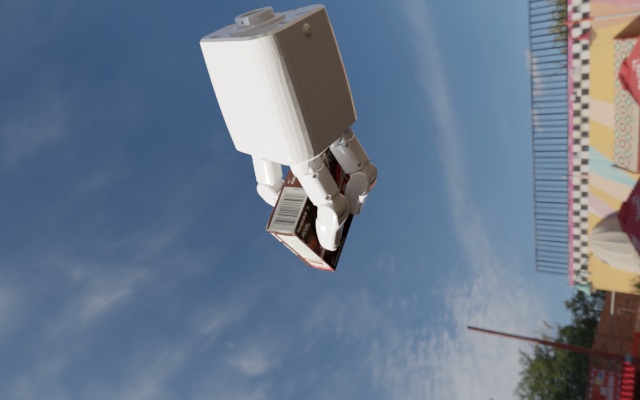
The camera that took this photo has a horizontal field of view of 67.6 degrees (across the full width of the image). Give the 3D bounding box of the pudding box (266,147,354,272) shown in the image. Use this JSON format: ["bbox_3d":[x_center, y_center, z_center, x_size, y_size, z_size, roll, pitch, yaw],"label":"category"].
[{"bbox_3d":[0.000,0.002,0.479,0.039,0.113,0.090,8,-25,34],"label":"pudding box"}]
